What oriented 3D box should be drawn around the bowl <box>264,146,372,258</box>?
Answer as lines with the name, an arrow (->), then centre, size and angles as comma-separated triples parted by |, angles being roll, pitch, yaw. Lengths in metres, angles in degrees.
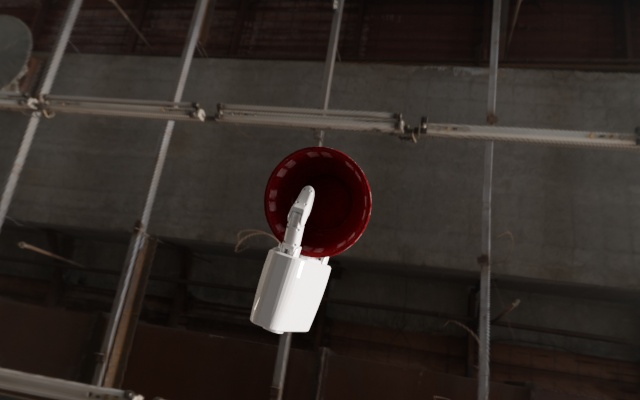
bowl -> 0.001, 0.001, 0.713 | 0.162, 0.162, 0.055 | 0, 1, 16
